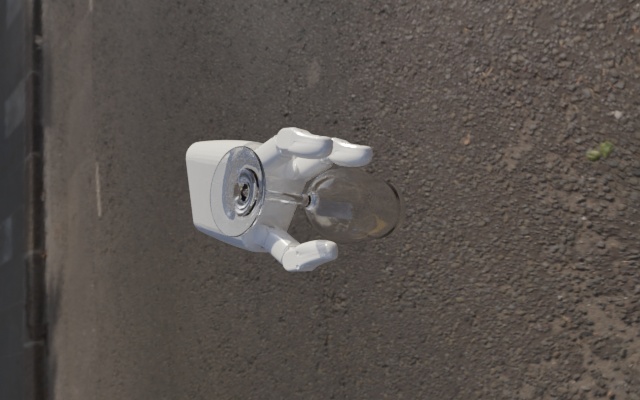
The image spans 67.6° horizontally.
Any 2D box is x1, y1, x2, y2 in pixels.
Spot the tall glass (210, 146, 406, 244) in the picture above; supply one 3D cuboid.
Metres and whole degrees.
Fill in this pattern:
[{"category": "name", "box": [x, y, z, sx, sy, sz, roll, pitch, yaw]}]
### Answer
[{"category": "tall glass", "box": [0.000, 0.002, 0.456, 0.079, 0.079, 0.201, 0, -5, 44]}]
